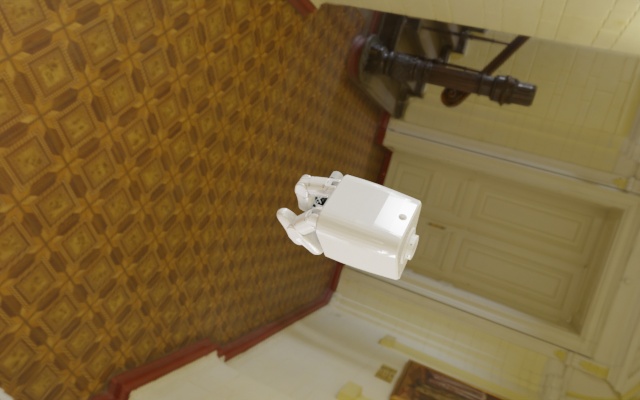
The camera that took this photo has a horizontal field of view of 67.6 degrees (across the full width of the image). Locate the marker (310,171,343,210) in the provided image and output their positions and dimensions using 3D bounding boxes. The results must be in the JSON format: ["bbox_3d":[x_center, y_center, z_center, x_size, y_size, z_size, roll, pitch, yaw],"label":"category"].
[{"bbox_3d":[0.000,0.002,0.697,0.020,0.020,0.121,0,42,37],"label":"marker"}]
